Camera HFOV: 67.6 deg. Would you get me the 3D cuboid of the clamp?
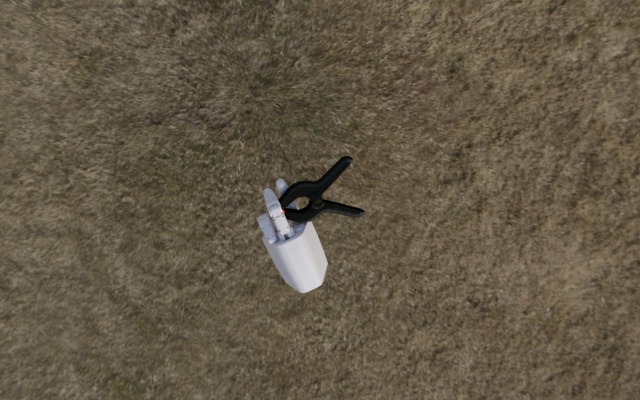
[{"bbox_3d":[0.000,0.003,0.881,0.171,0.120,0.039,-25,15,-2],"label":"clamp"}]
